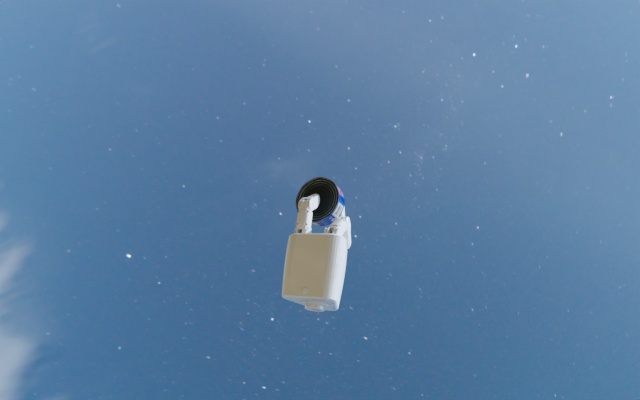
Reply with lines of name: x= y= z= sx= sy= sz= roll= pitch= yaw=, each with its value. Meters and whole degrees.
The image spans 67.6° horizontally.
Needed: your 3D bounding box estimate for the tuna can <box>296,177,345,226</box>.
tuna can: x=0.000 y=0.003 z=0.873 sx=0.086 sy=0.086 sz=0.034 roll=0 pitch=-20 yaw=26
